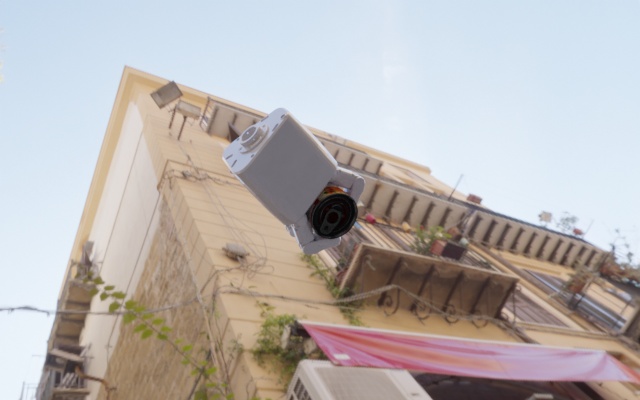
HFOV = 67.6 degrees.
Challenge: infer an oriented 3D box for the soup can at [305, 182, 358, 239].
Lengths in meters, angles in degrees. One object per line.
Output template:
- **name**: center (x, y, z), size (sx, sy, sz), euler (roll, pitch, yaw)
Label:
- **soup can**: center (0.000, 0.002, 0.680), size (0.068, 0.068, 0.102), euler (0, 23, -25)
